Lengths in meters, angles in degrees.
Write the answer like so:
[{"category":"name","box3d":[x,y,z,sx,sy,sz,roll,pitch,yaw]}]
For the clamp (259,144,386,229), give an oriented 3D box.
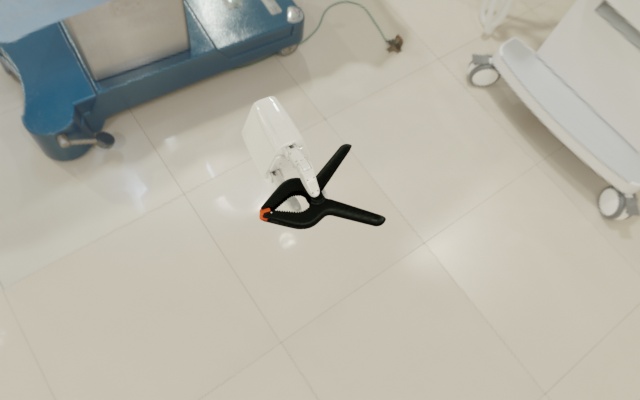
[{"category":"clamp","box3d":[0.000,0.002,0.819,0.210,0.164,0.036,-24,-20,-18]}]
